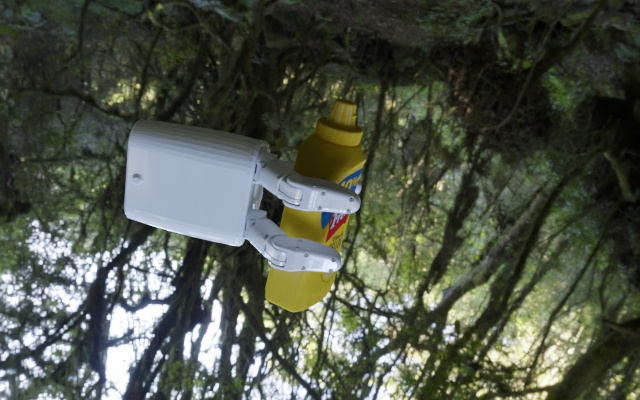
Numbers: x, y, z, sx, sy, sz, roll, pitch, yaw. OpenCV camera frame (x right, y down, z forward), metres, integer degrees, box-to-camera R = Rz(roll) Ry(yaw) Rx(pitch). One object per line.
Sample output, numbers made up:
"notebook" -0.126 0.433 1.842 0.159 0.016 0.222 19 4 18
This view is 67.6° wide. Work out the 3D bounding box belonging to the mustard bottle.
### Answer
"mustard bottle" 0.000 0.002 0.441 0.058 0.192 0.096 22 24 20
